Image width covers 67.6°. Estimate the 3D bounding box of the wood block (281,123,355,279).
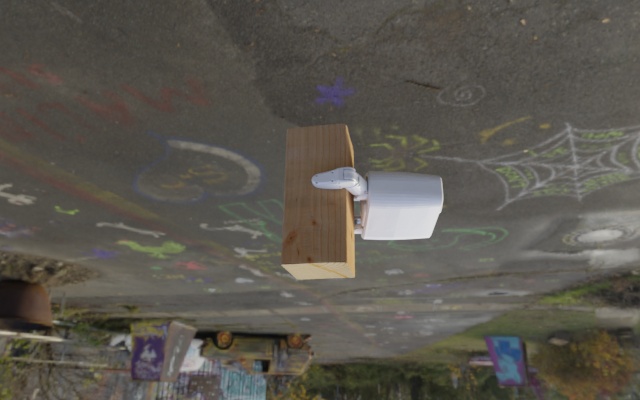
[{"bbox_3d":[0.000,0.002,0.695,0.090,0.206,0.091,-3,-22,10],"label":"wood block"}]
